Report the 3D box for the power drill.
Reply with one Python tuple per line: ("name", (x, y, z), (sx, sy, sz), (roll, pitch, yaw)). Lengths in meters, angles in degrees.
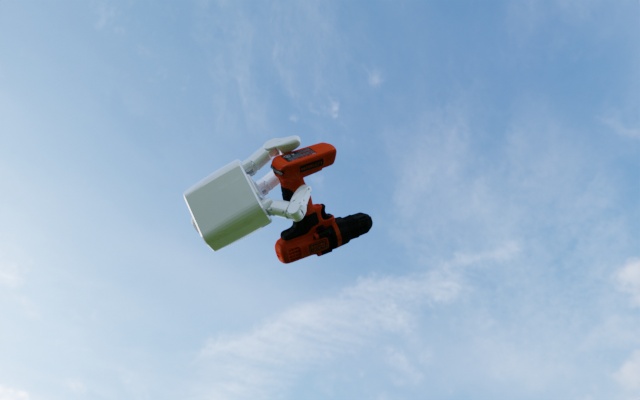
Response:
("power drill", (0.000, 0.002, 0.802), (0.184, 0.188, 0.057), (-19, 26, -21))
